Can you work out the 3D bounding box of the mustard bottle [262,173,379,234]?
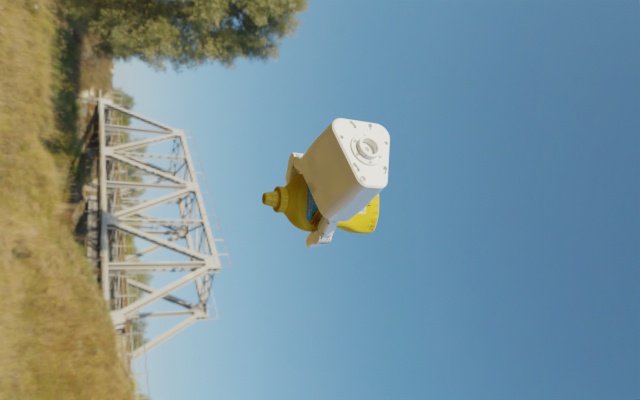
[{"bbox_3d":[0.000,0.003,0.761,0.191,0.096,0.058,4,-3,-27],"label":"mustard bottle"}]
